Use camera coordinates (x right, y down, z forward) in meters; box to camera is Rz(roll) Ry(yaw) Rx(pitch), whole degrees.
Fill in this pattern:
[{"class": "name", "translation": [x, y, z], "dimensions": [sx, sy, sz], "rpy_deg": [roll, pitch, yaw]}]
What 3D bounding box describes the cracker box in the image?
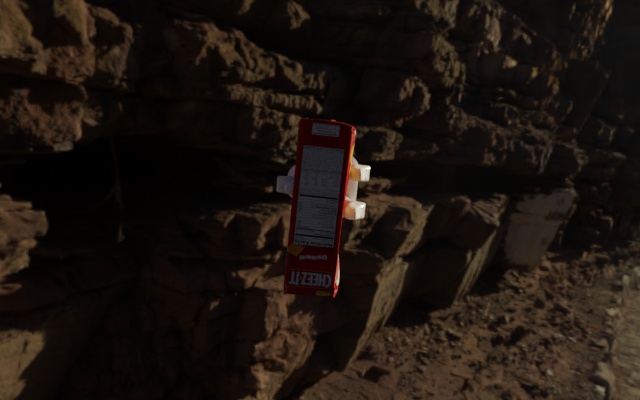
[{"class": "cracker box", "translation": [0.000, 0.002, 0.640], "dimensions": [0.072, 0.214, 0.164], "rpy_deg": [6, 7, 1]}]
